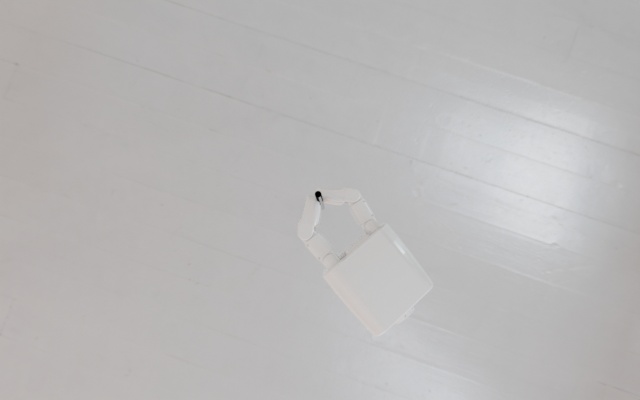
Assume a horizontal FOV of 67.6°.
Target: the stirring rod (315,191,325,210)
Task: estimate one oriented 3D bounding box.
[{"bbox_3d":[0.000,0.002,0.674,0.011,0.011,0.239,0,-5,1],"label":"stirring rod"}]
